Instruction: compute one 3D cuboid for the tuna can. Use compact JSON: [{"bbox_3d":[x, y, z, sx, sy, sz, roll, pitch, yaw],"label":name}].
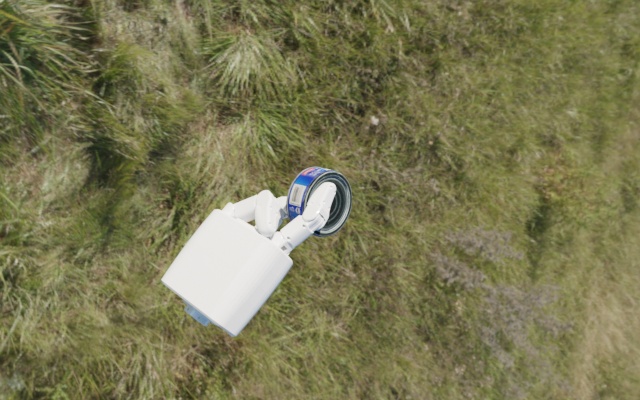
[{"bbox_3d":[0.001,0.002,0.599,0.086,0.086,0.033,0,10,-44],"label":"tuna can"}]
